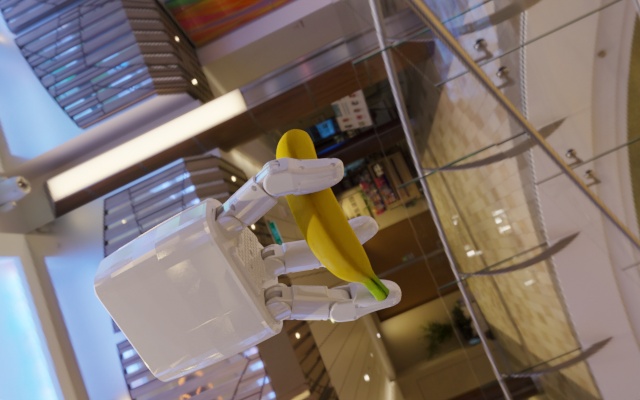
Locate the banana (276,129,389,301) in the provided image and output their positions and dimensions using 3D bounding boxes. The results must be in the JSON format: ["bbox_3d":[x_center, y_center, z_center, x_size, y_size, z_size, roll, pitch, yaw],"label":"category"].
[{"bbox_3d":[-0.006,-0.005,0.399,0.037,0.197,0.070,-30,-37,7],"label":"banana"}]
